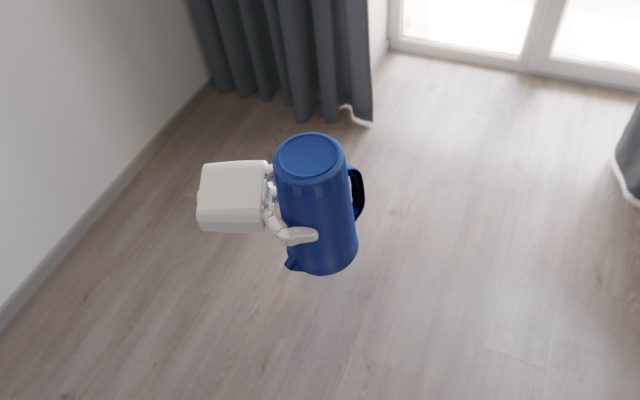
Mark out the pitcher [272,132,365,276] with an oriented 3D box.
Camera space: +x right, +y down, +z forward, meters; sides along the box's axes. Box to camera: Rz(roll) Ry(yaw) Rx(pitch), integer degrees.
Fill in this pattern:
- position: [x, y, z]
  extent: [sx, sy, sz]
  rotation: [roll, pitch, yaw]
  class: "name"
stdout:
- position: [0.000, 0.003, 0.789]
  extent: [0.145, 0.149, 0.243]
  rotation: [-1, -39, 6]
  class: "pitcher"
